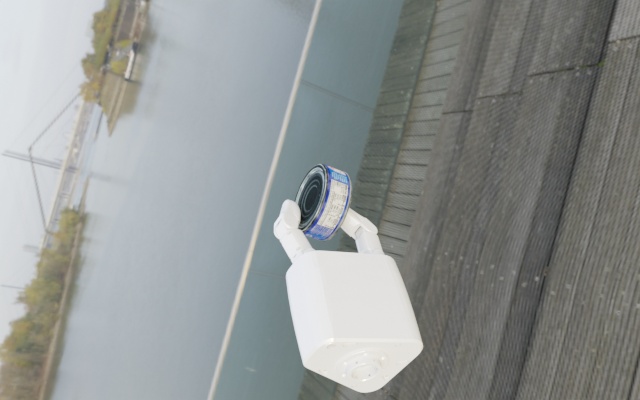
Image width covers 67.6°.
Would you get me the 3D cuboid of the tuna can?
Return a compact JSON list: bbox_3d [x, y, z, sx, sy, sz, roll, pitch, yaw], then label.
[{"bbox_3d":[0.000,0.002,0.552,0.034,0.086,0.086,19,-8,-23],"label":"tuna can"}]
